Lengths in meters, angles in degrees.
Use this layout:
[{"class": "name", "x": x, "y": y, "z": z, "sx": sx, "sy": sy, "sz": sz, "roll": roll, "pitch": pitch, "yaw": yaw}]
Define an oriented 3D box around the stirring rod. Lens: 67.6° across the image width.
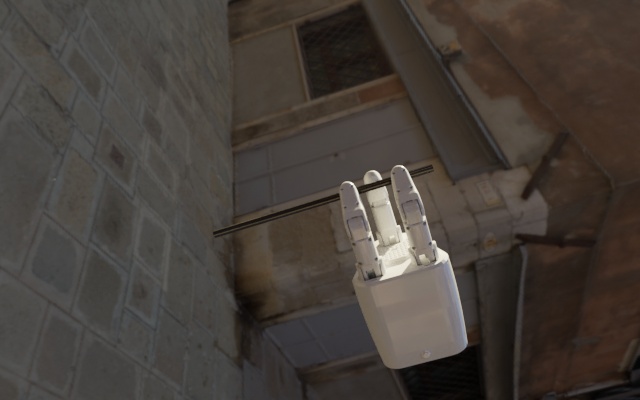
[{"class": "stirring rod", "x": 0.000, "y": 0.002, "z": 0.501, "sx": 0.239, "sy": 0.011, "sz": 0.011, "roll": -17, "pitch": -2, "yaw": 7}]
